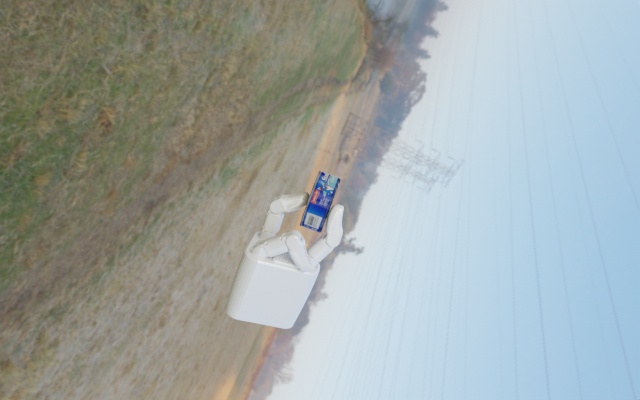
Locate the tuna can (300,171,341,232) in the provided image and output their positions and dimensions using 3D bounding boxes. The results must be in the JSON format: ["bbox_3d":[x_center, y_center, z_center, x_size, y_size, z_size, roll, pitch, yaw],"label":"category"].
[{"bbox_3d":[0.001,0.002,0.692,0.034,0.086,0.086,20,0,1],"label":"tuna can"}]
